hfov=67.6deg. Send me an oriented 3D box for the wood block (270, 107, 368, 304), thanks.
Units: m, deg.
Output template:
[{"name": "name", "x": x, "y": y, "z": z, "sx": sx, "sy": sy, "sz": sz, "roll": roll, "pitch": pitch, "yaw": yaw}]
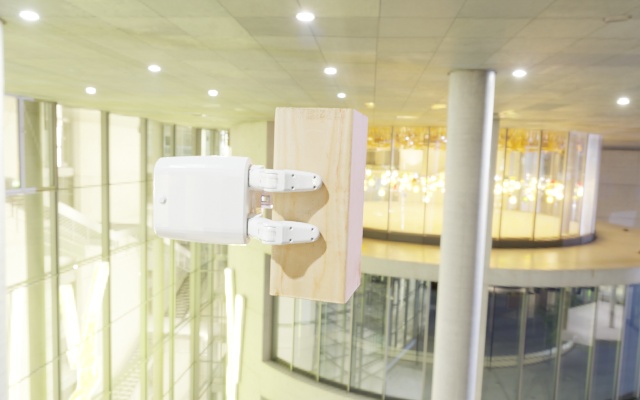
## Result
[{"name": "wood block", "x": 0.000, "y": 0.002, "z": 0.552, "sx": 0.090, "sy": 0.206, "sz": 0.091, "roll": 4, "pitch": 6, "yaw": 14}]
